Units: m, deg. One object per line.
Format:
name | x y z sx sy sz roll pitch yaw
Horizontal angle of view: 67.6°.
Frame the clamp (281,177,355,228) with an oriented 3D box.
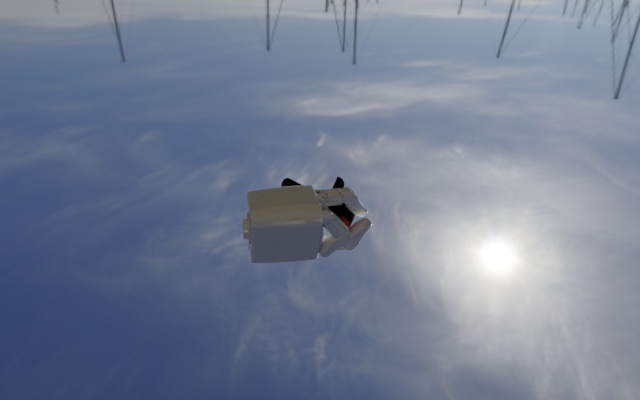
clamp | 0.000 0.003 0.824 0.120 0.039 0.171 -3 28 -12
